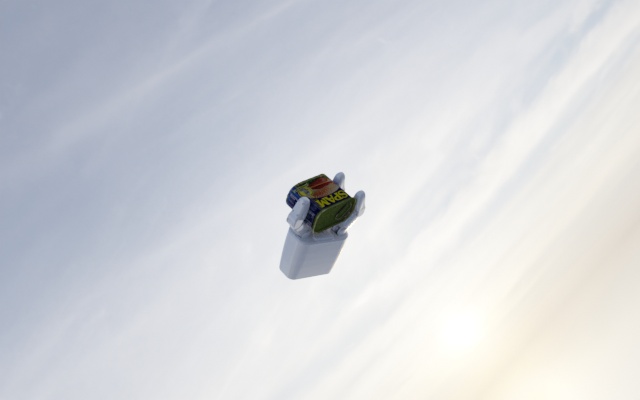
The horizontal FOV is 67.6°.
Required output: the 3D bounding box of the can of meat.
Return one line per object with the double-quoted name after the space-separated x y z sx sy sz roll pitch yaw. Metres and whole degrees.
0.000 0.003 0.866 0.102 0.057 0.084 -23 53 -39 "can of meat"
